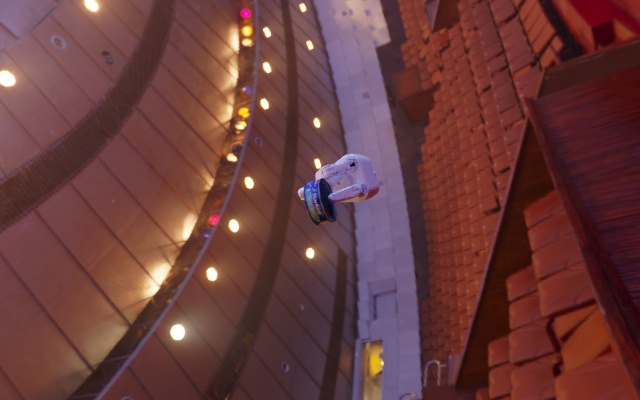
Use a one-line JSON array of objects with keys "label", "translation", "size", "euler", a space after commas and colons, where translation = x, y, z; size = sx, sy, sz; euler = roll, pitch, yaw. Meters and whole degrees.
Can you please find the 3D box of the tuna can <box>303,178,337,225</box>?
[{"label": "tuna can", "translation": [0.000, 0.003, 0.898], "size": [0.034, 0.086, 0.086], "euler": [-16, -5, 18]}]
